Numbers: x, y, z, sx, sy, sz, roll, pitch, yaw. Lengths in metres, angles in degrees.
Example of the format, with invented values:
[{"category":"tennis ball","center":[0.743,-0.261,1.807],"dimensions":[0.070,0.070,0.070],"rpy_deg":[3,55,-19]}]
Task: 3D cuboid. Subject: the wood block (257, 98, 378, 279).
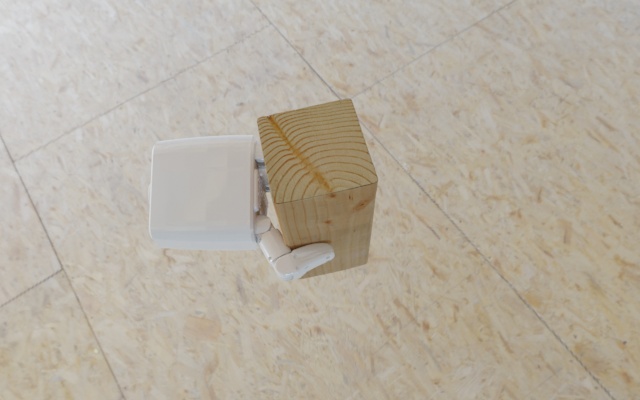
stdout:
[{"category":"wood block","center":[0.000,0.002,0.496],"dimensions":[0.090,0.090,0.206],"rpy_deg":[-12,-26,-3]}]
